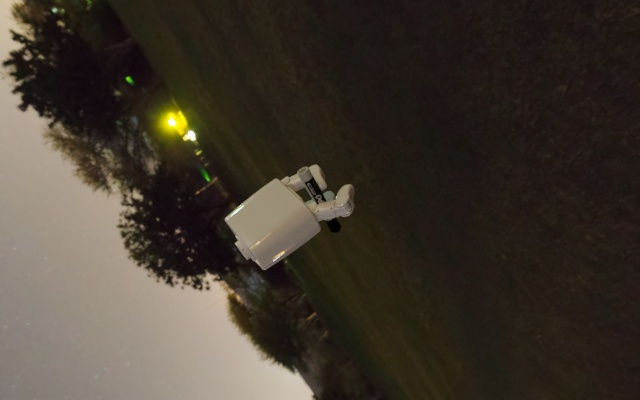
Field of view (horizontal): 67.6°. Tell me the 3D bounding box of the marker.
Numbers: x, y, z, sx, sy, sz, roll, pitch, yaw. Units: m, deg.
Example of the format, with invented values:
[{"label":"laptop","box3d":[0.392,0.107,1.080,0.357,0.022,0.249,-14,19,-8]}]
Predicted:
[{"label":"marker","box3d":[0.000,0.002,0.721,0.020,0.121,0.020,-22,30,13]}]
